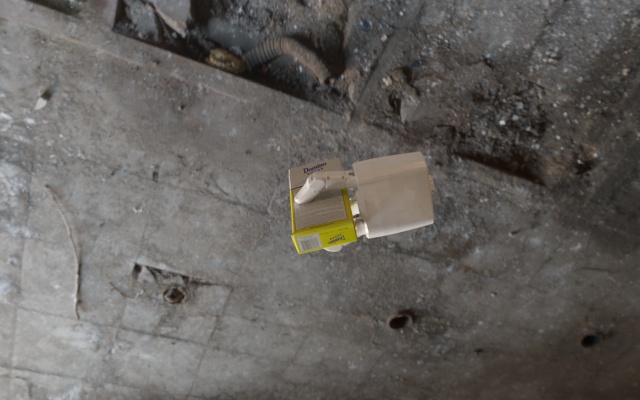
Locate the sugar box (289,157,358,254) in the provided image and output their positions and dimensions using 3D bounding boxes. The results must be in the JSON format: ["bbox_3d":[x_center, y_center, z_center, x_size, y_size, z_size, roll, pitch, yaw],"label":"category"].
[{"bbox_3d":[0.000,0.003,0.761,0.093,0.048,0.176,-12,35,5],"label":"sugar box"}]
